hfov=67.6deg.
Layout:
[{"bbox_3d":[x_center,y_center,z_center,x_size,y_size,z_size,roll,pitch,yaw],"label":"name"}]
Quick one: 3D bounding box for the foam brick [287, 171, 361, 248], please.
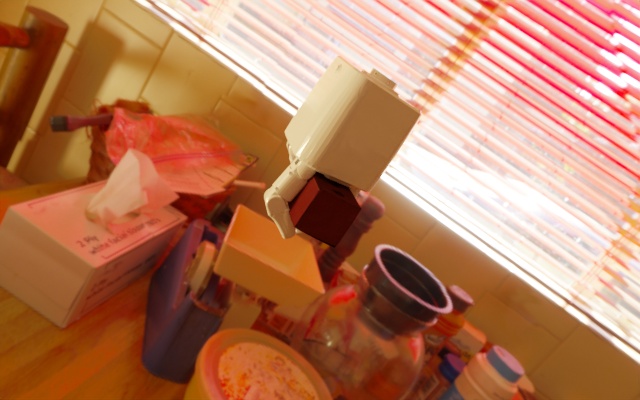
[{"bbox_3d":[0.000,0.002,0.510,0.053,0.051,0.078,28,18,-25],"label":"foam brick"}]
